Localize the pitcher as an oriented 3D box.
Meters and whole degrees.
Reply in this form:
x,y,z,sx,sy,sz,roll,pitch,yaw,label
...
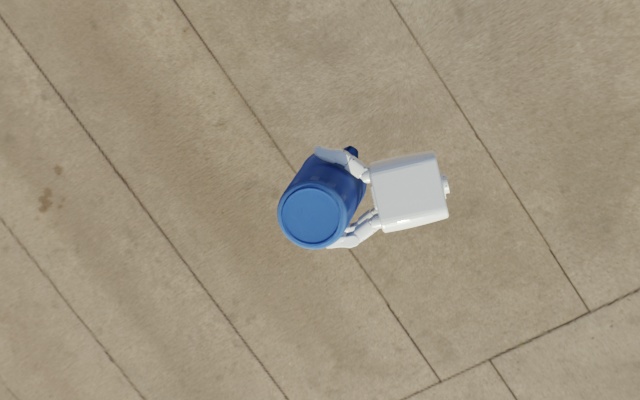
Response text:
x,y,z,sx,sy,sz,roll,pitch,yaw,label
0.000,0.003,0.817,0.145,0.149,0.242,-10,13,12,pitcher
